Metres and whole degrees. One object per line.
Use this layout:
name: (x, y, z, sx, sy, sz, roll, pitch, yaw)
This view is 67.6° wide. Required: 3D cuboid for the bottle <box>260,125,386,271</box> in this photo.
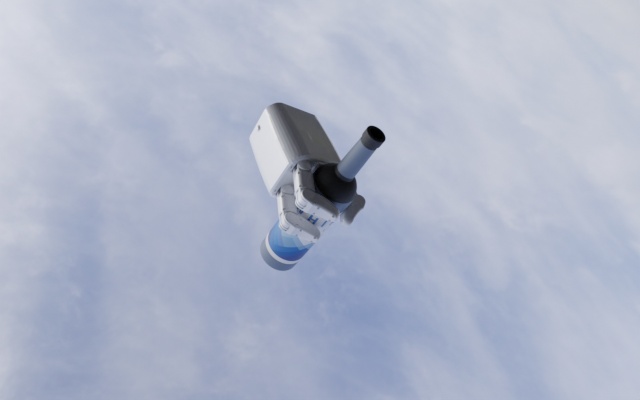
bottle: (0.000, 0.002, 0.680, 0.069, 0.069, 0.296, 0, -35, -34)
